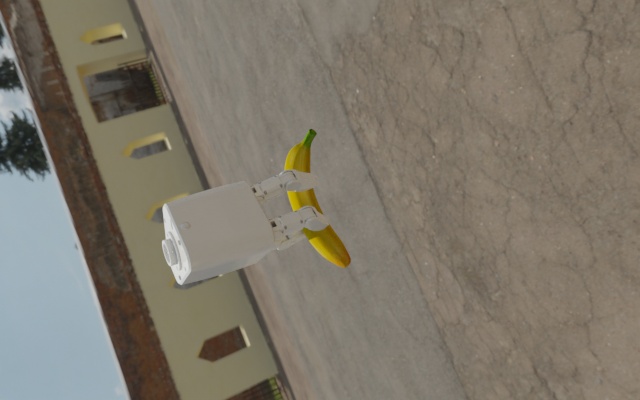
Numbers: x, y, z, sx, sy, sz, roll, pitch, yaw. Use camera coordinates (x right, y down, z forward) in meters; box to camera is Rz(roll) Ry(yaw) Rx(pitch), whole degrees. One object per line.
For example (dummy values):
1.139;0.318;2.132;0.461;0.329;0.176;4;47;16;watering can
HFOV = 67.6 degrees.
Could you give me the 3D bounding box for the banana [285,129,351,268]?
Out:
-0.012;0.004;0.671;0.037;0.198;0.070;-11;-9;-40;banana
